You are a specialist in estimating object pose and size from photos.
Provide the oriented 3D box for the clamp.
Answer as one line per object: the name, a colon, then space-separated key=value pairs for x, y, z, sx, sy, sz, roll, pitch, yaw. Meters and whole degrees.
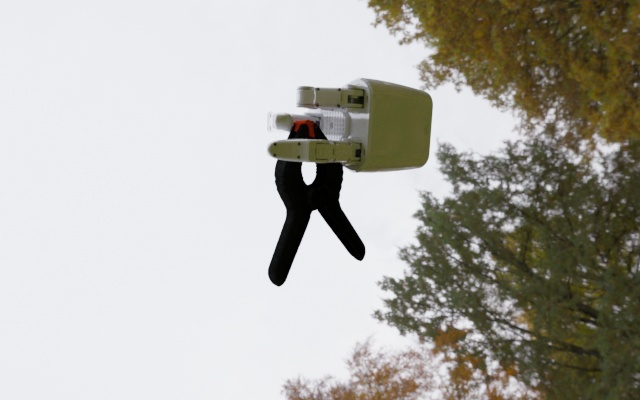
clamp: x=0.000 y=0.001 z=0.511 sx=0.120 sy=0.171 sz=0.039 roll=-3 pitch=10 yaw=-39
